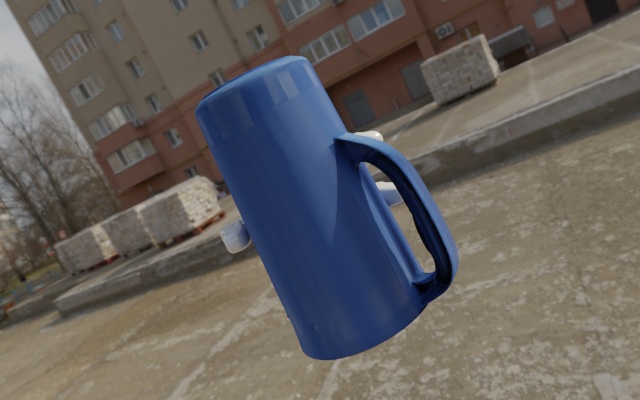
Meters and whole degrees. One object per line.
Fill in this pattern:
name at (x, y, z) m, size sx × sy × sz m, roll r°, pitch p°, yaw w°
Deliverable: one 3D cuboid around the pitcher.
pitcher at (0.000, 0.001, 0.419) m, size 0.149 × 0.243 × 0.145 m, roll -28°, pitch 9°, yaw -8°
